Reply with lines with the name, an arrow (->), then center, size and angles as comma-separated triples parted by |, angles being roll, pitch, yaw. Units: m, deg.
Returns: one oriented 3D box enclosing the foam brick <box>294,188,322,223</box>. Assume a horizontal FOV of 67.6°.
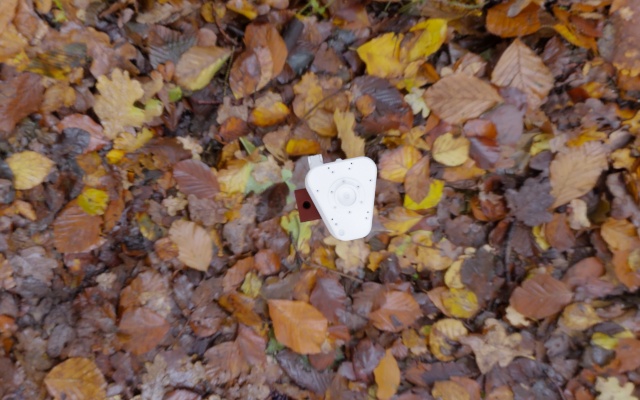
foam brick -> 0.000, 0.003, 0.757 | 0.078, 0.053, 0.051 | -12, 0, -1
